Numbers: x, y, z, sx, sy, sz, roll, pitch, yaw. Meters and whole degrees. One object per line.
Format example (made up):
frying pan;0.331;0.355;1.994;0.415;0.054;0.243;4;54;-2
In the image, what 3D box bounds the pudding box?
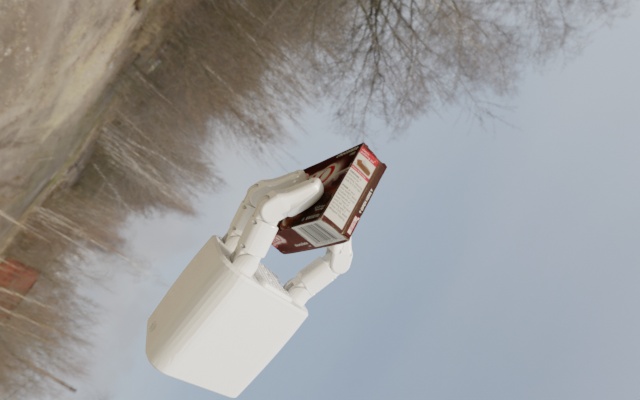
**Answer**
pudding box;0.000;0.002;0.453;0.039;0.090;0.113;42;-31;-22
